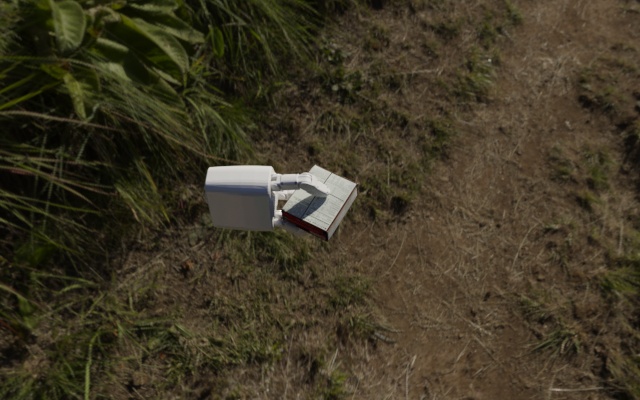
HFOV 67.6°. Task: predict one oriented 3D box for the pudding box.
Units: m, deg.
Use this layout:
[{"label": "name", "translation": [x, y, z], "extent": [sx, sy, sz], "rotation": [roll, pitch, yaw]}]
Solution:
[{"label": "pudding box", "translation": [0.000, 0.003, 0.808], "extent": [0.090, 0.113, 0.039], "rotation": [26, -27, 16]}]
